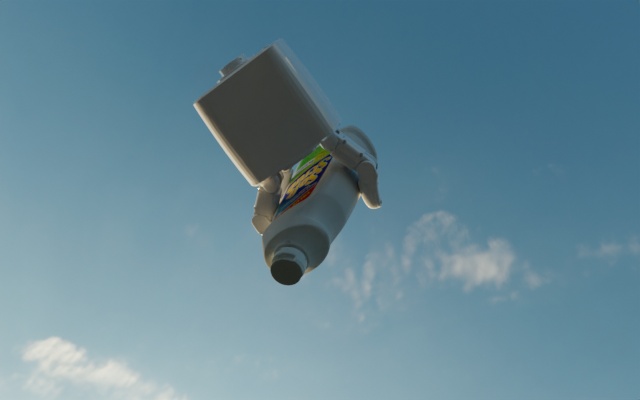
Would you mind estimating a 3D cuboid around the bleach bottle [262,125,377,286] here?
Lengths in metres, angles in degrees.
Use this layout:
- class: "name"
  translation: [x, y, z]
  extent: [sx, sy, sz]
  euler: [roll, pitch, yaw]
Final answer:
- class: "bleach bottle"
  translation: [0.000, 0.002, 0.516]
  extent: [0.102, 0.068, 0.250]
  euler: [-30, 18, 24]
